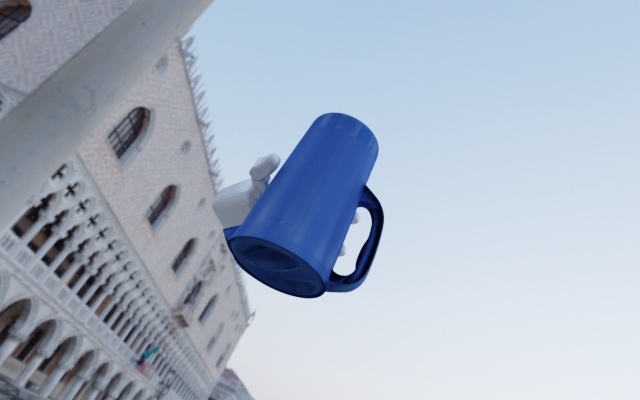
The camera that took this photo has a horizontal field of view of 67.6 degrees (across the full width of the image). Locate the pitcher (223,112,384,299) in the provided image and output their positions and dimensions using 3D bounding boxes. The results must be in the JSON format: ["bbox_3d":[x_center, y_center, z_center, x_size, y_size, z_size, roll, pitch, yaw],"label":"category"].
[{"bbox_3d":[0.000,0.002,0.638,0.145,0.242,0.149,-13,-50,47],"label":"pitcher"}]
